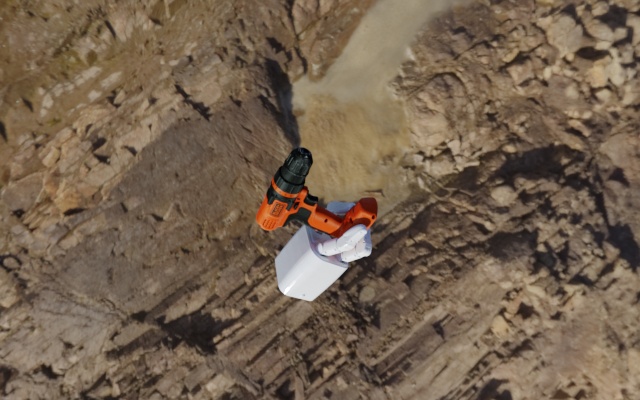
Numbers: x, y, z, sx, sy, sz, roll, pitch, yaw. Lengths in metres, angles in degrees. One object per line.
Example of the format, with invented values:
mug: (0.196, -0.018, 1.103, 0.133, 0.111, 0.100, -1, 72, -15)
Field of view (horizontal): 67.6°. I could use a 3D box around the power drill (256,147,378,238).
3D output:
power drill: (0.000, 0.003, 0.822, 0.188, 0.057, 0.184, 20, -47, -15)
